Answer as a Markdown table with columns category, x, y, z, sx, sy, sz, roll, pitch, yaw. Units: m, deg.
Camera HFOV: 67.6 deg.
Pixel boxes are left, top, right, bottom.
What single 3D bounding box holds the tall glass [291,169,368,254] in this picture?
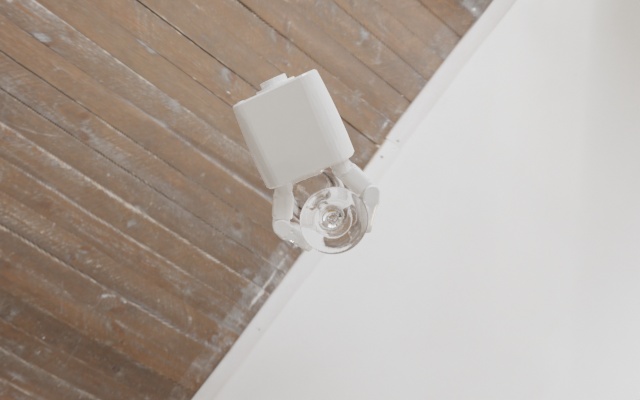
| category | x | y | z | sx | sy | sz | roll | pitch | yaw |
| --- | --- | --- | --- | --- | --- | --- | --- | --- | --- |
| tall glass | 0.000 | 0.002 | 0.602 | 0.079 | 0.079 | 0.201 | 0 | 11 | -9 |
